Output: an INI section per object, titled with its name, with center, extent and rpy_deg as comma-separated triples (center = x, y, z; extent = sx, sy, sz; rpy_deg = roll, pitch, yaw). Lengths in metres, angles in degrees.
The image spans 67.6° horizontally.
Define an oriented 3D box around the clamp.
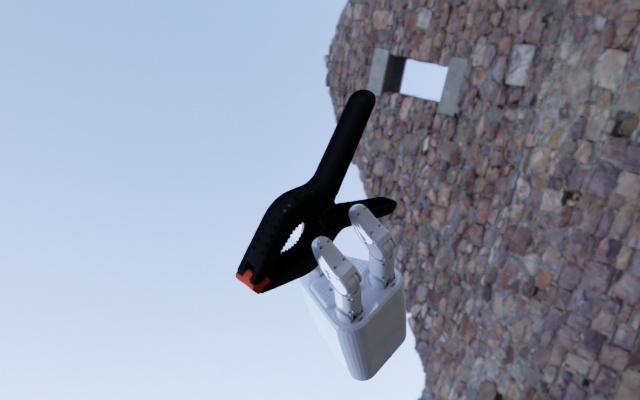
[clamp]
center = -0.001, 0.002, 0.465
extent = 0.036, 0.165, 0.210
rpy_deg = 26, 53, 38
